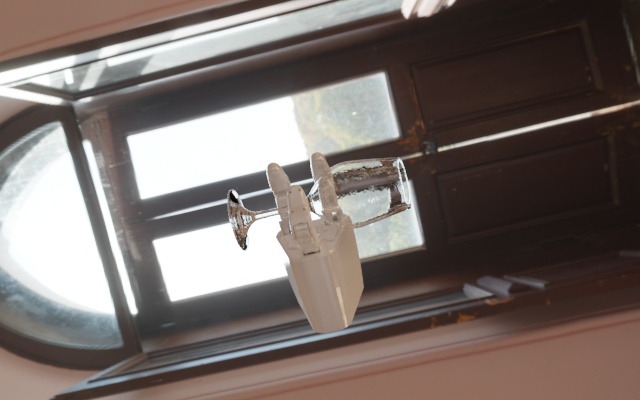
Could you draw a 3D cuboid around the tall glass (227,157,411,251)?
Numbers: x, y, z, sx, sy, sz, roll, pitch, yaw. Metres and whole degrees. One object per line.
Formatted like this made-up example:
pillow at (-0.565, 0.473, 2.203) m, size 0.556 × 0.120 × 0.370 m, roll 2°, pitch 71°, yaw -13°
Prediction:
tall glass at (-0.001, 0.002, 0.555) m, size 0.201 × 0.079 × 0.079 m, roll -13°, pitch -1°, yaw 4°
